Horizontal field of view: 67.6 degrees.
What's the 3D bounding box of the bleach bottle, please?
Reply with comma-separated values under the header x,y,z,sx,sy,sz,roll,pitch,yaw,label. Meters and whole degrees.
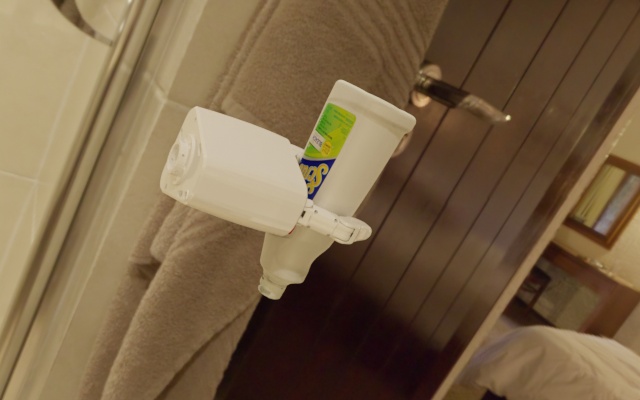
x,y,z,sx,sy,sz,roll,pitch,yaw,label
0.000,0.002,0.520,0.068,0.251,0.102,19,16,-33,bleach bottle
